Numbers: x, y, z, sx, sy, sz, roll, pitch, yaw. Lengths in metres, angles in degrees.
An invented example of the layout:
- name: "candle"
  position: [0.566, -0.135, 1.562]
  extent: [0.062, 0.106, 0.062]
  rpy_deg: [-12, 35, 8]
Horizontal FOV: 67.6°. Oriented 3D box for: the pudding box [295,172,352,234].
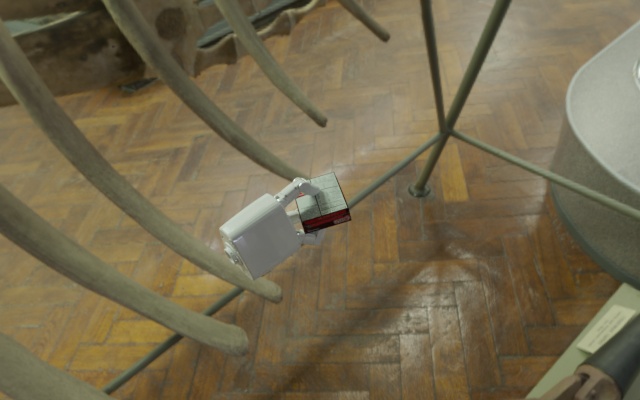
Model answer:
- name: "pudding box"
  position: [0.000, 0.003, 0.890]
  extent: [0.090, 0.039, 0.113]
  rpy_deg: [-16, 44, -2]
